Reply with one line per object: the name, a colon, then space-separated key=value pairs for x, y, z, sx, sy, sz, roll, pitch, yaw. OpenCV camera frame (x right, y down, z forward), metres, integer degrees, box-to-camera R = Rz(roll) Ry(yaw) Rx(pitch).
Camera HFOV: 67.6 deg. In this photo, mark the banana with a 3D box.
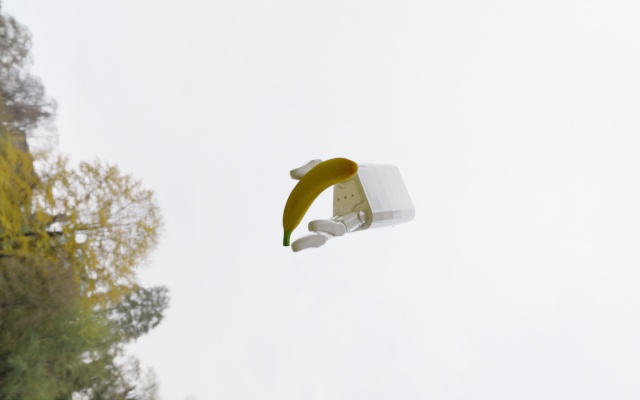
banana: x=-0.008 y=-0.011 z=0.688 sx=0.037 sy=0.069 sz=0.198 roll=0 pitch=-35 yaw=-36
